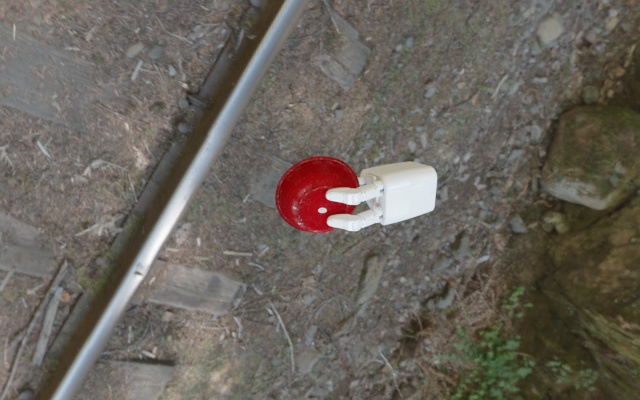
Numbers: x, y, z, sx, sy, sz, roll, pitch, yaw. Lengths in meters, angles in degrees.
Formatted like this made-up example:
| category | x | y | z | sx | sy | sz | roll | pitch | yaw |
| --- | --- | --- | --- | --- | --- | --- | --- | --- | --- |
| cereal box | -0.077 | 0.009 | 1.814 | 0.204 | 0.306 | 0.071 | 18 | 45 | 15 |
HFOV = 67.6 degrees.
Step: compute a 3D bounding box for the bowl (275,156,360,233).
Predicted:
| category | x | y | z | sx | sy | sz | roll | pitch | yaw |
| --- | --- | --- | --- | --- | --- | --- | --- | --- | --- |
| bowl | -0.001 | 0.004 | 0.870 | 0.162 | 0.162 | 0.055 | 0 | 30 | -12 |
